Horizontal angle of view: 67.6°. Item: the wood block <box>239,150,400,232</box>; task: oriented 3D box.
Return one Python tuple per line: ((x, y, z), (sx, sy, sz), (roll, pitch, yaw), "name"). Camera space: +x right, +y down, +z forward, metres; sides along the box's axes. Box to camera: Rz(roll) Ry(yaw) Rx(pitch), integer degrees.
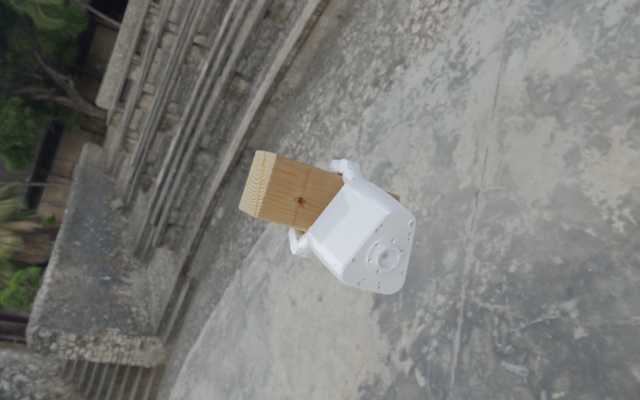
((0.000, 0.002, 0.700), (0.206, 0.091, 0.090), (17, 1, -27), "wood block")
